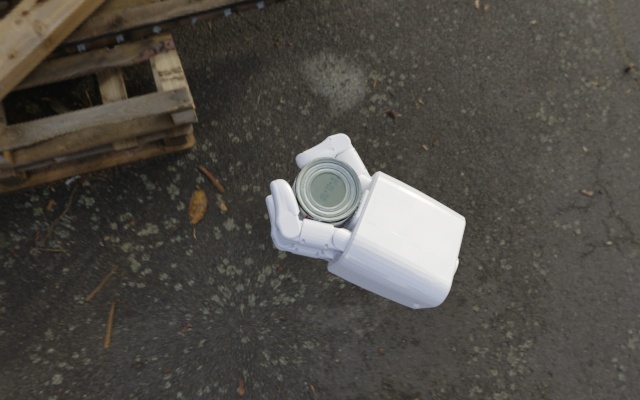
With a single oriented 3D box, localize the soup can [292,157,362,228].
[{"bbox_3d":[0.000,0.001,0.505,0.068,0.068,0.102,0,-14,-10],"label":"soup can"}]
